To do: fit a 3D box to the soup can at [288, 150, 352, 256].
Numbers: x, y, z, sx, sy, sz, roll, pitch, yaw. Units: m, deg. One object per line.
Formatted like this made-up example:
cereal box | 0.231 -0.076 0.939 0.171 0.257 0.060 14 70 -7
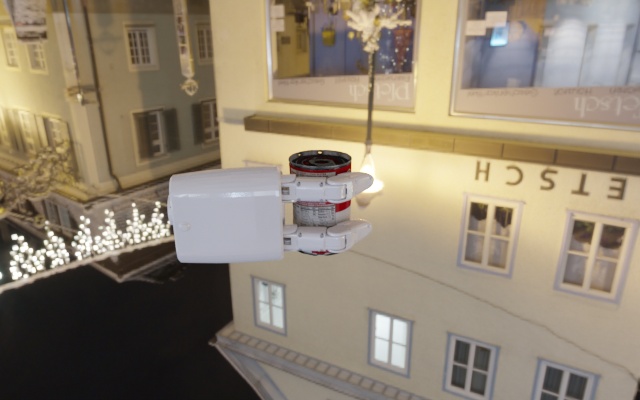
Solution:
soup can | 0.001 0.002 0.526 0.068 0.102 0.068 0 21 0
